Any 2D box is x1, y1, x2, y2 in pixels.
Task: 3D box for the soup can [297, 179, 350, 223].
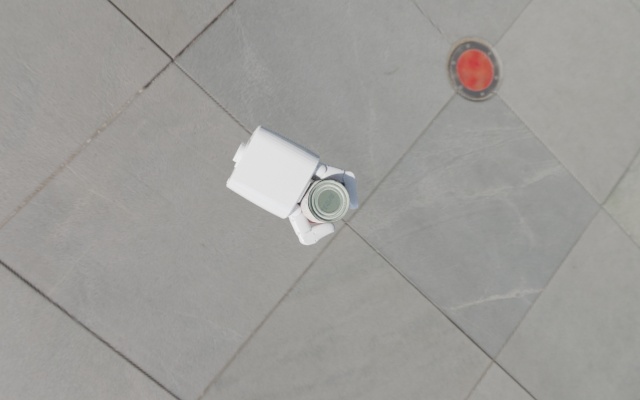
[{"bbox_3d":[0.001,0.003,0.759,0.068,0.068,0.102,0,-2,-16],"label":"soup can"}]
